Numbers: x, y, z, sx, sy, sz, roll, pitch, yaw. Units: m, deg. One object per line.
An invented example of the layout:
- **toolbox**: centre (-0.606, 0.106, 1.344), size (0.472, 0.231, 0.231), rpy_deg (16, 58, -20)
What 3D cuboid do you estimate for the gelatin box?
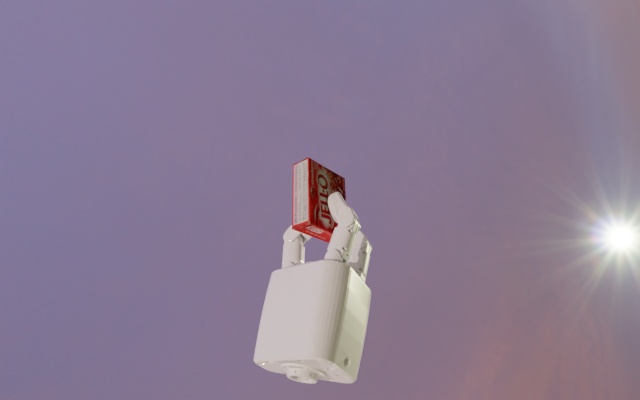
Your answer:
- **gelatin box**: centre (0.000, 0.002, 0.585), size (0.030, 0.089, 0.073), rpy_deg (-21, -32, 35)
